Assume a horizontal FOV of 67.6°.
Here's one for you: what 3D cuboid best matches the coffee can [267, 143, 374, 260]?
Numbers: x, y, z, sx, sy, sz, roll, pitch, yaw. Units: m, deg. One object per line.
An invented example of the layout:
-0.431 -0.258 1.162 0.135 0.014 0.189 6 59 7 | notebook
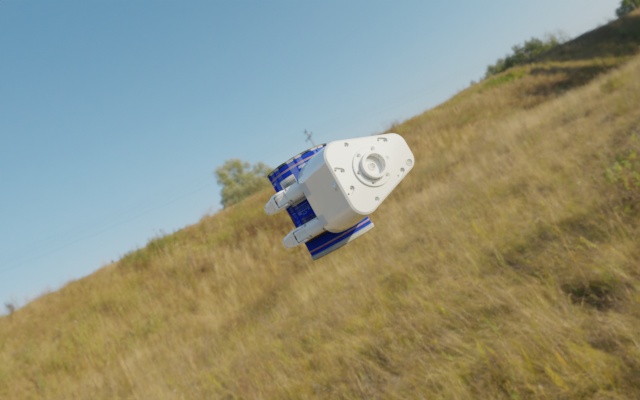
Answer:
0.000 0.002 0.701 0.103 0.140 0.103 -29 -3 -2 | coffee can
